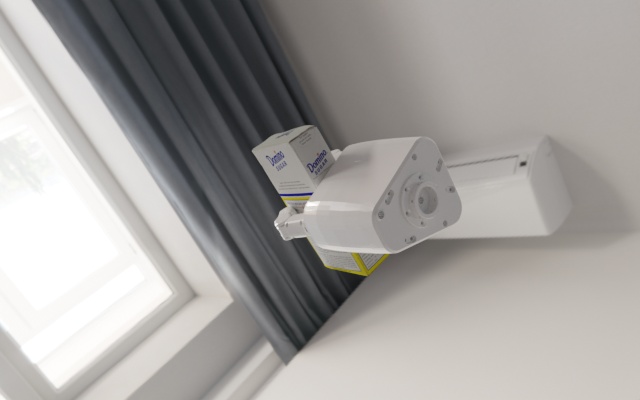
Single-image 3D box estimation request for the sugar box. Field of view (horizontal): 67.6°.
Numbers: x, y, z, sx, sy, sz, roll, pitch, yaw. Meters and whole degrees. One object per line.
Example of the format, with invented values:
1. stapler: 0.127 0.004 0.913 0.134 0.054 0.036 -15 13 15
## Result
1. sugar box: 0.001 0.002 0.549 0.048 0.176 0.093 -38 20 -27
